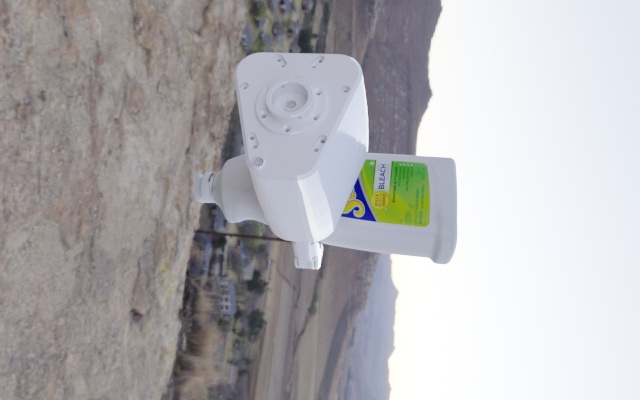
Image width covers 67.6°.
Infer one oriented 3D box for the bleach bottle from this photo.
[{"bbox_3d":[0.000,0.001,0.464,0.251,0.102,0.068,3,-25,7],"label":"bleach bottle"}]
